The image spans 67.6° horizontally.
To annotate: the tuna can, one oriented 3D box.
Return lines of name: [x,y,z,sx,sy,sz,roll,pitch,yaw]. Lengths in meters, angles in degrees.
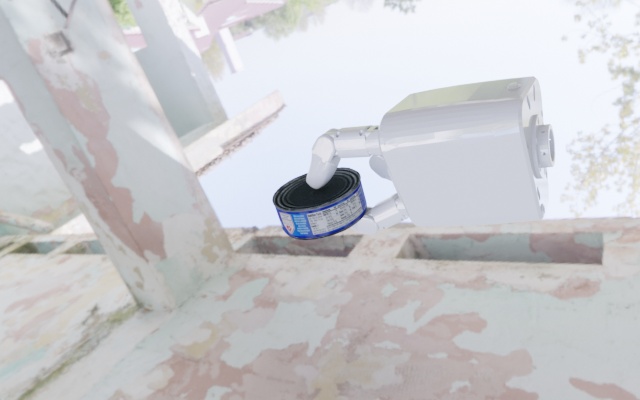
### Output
tuna can: [0.000,0.002,0.452,0.086,0.034,0.086,-14,24,6]
